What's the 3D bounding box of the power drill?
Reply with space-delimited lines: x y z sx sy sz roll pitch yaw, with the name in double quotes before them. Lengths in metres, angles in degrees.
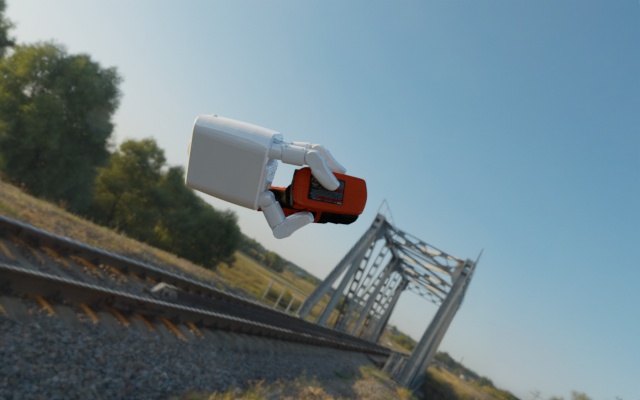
"power drill" 0.000 0.002 0.731 0.184 0.057 0.188 9 -11 -18
